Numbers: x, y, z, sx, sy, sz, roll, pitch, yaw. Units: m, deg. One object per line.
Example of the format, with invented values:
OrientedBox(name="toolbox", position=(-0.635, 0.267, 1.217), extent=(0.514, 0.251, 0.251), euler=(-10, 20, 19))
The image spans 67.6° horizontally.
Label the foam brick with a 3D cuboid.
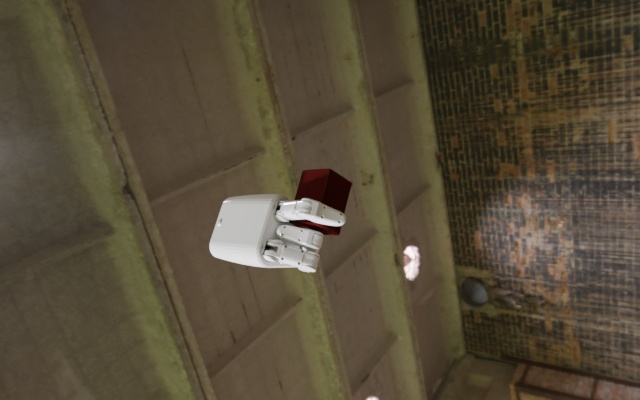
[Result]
OrientedBox(name="foam brick", position=(0.000, 0.002, 0.644), extent=(0.051, 0.078, 0.053), euler=(0, -23, 41))
